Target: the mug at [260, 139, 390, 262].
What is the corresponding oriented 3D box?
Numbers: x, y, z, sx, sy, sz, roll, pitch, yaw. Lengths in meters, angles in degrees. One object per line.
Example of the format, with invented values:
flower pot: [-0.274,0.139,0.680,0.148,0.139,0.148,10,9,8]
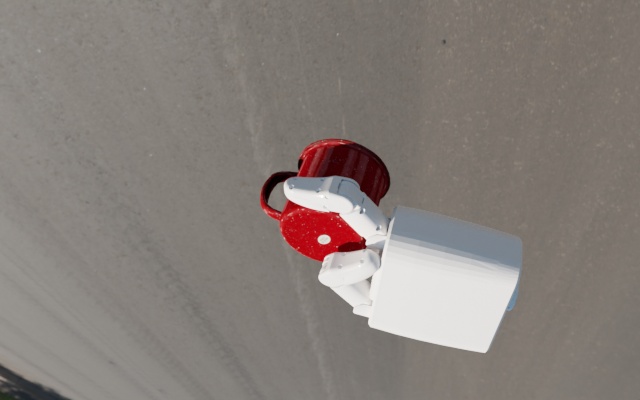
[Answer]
mug: [-0.001,0.001,0.445,0.117,0.081,0.093,12,-39,10]
